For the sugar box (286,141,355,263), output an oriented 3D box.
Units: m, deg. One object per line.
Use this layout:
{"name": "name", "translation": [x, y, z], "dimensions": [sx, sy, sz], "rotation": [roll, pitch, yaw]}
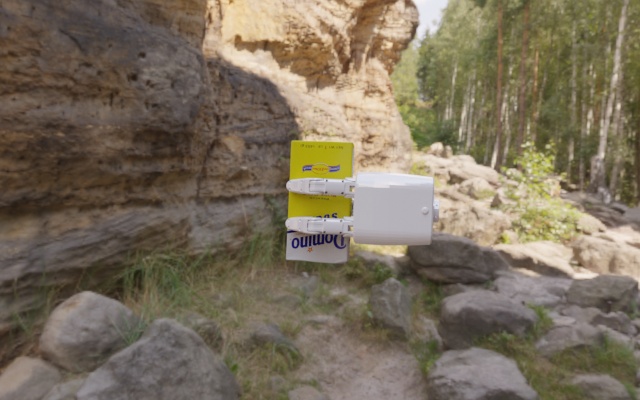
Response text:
{"name": "sugar box", "translation": [0.000, 0.002, 0.705], "dimensions": [0.093, 0.176, 0.048], "rotation": [2, -1, 7]}
